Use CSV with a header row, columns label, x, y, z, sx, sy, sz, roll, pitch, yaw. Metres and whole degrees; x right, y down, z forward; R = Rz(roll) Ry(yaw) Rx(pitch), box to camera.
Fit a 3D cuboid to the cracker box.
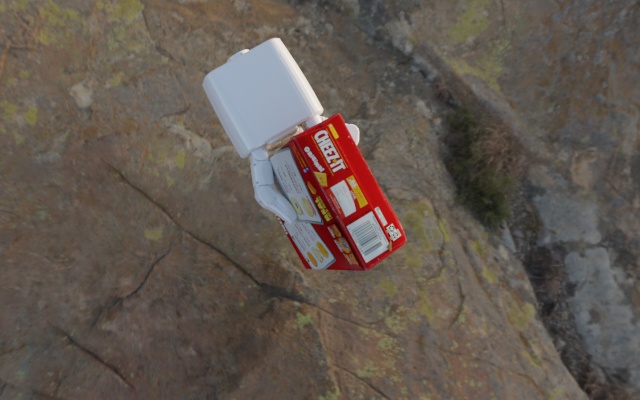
label,x,y,z,sx,sy,sz,roll,pitch,yaw
cracker box,0.000,0.002,0.606,0.072,0.164,0.214,-31,4,-20
